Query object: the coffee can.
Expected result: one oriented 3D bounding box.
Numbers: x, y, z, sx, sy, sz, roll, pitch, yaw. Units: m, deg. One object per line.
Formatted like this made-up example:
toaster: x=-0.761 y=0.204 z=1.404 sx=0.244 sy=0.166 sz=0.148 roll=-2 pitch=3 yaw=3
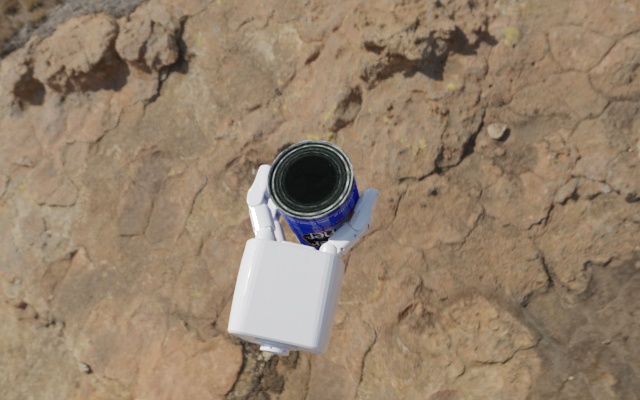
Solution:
coffee can: x=0.000 y=0.002 z=0.611 sx=0.103 sy=0.102 sz=0.140 roll=0 pitch=-24 yaw=11
